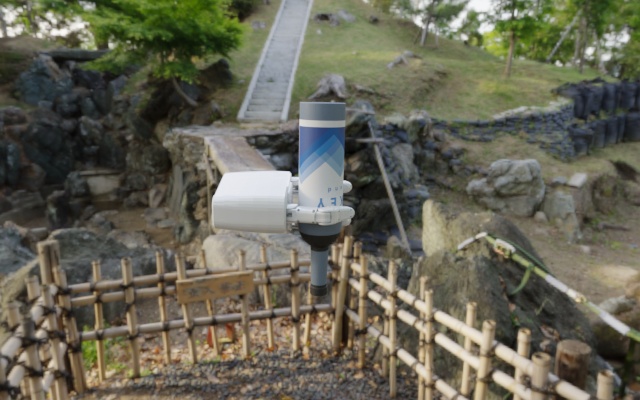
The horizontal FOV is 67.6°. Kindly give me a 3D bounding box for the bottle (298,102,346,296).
[{"bbox_3d":[0.000,0.002,0.721,0.069,0.296,0.069,1,13,0],"label":"bottle"}]
